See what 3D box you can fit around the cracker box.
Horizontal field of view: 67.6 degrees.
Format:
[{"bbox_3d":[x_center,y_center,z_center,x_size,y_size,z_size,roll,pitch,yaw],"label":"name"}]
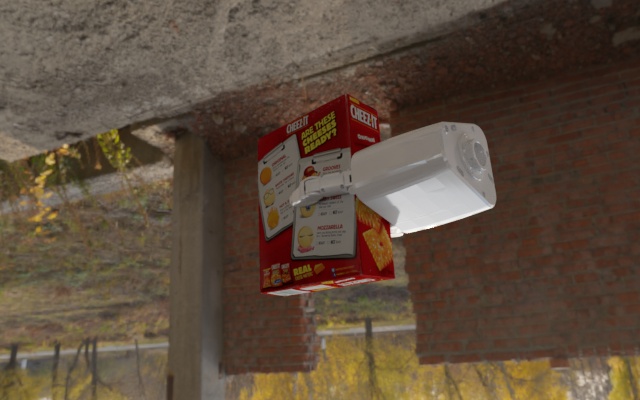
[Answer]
[{"bbox_3d":[0.000,0.002,0.593,0.164,0.213,0.072,-19,-24,40],"label":"cracker box"}]
